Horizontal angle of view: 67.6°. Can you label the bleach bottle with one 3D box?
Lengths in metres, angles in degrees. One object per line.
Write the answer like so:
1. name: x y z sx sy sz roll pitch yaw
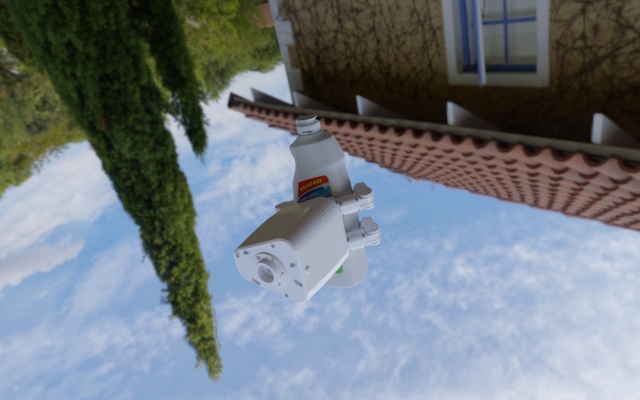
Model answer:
1. bleach bottle: 0.000 0.002 0.685 0.102 0.251 0.068 3 28 33
